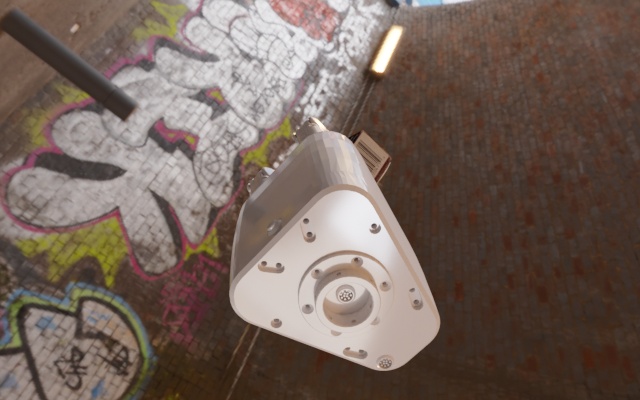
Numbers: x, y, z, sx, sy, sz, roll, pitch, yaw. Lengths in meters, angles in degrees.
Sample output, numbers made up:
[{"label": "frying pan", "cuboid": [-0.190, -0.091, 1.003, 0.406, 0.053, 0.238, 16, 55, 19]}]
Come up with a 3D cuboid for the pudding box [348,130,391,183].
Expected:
[{"label": "pudding box", "cuboid": [0.000, 0.001, 0.403, 0.039, 0.113, 0.090, 41, -16, -13]}]
